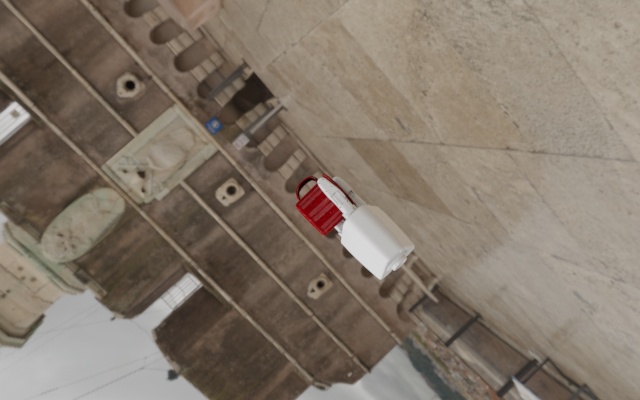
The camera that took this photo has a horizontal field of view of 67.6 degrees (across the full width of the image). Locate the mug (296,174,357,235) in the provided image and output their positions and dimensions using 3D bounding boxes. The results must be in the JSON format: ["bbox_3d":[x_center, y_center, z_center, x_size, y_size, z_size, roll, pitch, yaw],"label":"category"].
[{"bbox_3d":[-0.001,0.002,0.893,0.117,0.081,0.093,44,-5,22],"label":"mug"}]
